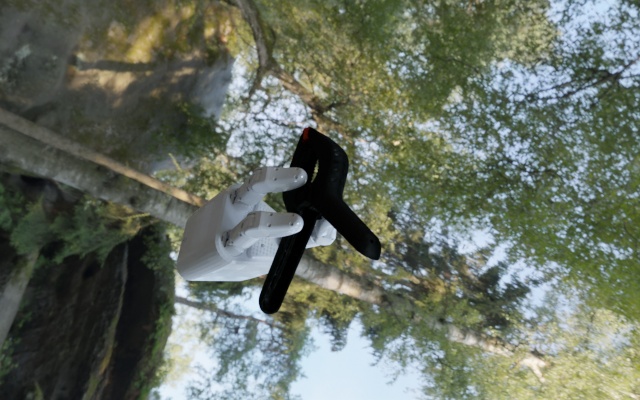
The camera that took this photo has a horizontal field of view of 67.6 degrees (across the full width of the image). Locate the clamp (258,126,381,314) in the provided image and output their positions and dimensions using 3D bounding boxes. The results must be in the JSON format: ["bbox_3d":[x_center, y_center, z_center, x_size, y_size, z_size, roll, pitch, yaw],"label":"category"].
[{"bbox_3d":[0.001,0.002,0.497,0.036,0.209,0.164,27,-37,-33],"label":"clamp"}]
